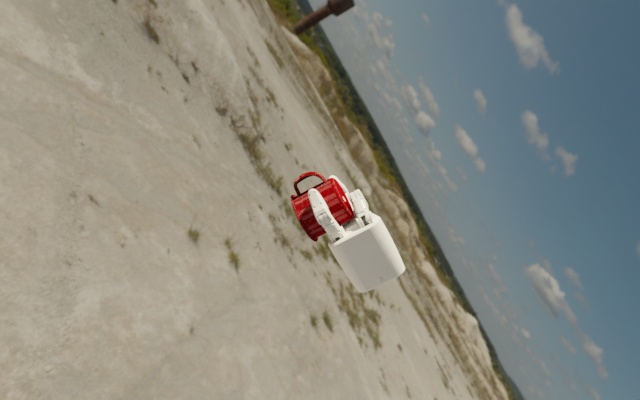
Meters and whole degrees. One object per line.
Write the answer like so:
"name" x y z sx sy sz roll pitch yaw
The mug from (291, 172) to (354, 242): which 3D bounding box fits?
"mug" 0.000 0.001 0.827 0.081 0.117 0.093 -28 14 10
